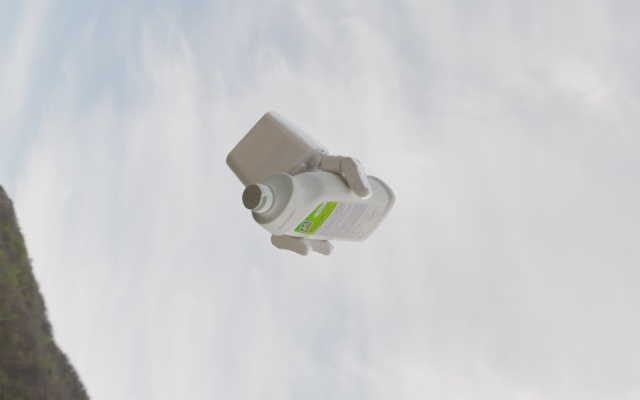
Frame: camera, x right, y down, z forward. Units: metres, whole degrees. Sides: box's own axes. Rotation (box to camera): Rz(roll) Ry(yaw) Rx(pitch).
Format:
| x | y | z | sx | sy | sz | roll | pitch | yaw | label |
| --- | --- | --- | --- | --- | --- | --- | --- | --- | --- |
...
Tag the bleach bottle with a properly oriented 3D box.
| x | y | z | sx | sy | sz | roll | pitch | yaw | label |
| --- | --- | --- | --- | --- | --- | --- | --- | --- | --- |
| 0.000 | 0.002 | 0.616 | 0.068 | 0.102 | 0.251 | 44 | 18 | 30 | bleach bottle |
